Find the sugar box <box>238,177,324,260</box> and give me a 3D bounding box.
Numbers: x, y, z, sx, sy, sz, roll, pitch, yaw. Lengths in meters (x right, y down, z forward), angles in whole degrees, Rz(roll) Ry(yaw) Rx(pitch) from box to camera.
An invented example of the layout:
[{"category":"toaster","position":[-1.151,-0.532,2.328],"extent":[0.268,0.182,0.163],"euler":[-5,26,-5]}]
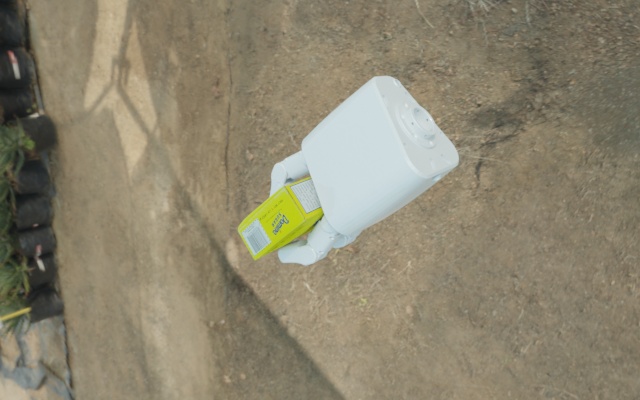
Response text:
[{"category":"sugar box","position":[0.000,0.002,0.531],"extent":[0.176,0.048,0.093],"euler":[-21,-13,-49]}]
